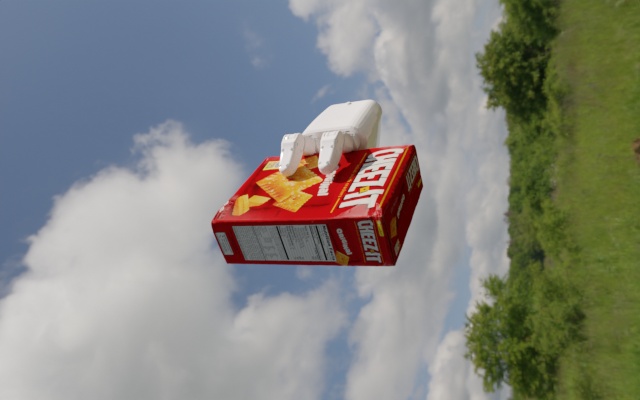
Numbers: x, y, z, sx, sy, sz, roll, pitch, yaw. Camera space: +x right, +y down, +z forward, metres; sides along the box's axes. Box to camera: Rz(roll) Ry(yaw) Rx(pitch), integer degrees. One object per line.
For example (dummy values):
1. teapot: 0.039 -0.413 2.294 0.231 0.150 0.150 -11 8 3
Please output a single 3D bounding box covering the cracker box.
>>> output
1. cracker box: 0.000 0.002 0.578 0.214 0.072 0.164 -3 31 26
